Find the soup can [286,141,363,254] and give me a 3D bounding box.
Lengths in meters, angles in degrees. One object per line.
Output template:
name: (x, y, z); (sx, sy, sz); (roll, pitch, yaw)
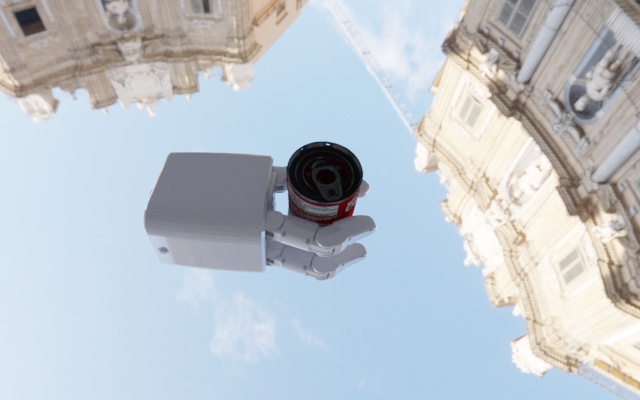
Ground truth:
soup can: (0.001, 0.002, 0.461); (0.068, 0.068, 0.102); (0, -33, -5)
